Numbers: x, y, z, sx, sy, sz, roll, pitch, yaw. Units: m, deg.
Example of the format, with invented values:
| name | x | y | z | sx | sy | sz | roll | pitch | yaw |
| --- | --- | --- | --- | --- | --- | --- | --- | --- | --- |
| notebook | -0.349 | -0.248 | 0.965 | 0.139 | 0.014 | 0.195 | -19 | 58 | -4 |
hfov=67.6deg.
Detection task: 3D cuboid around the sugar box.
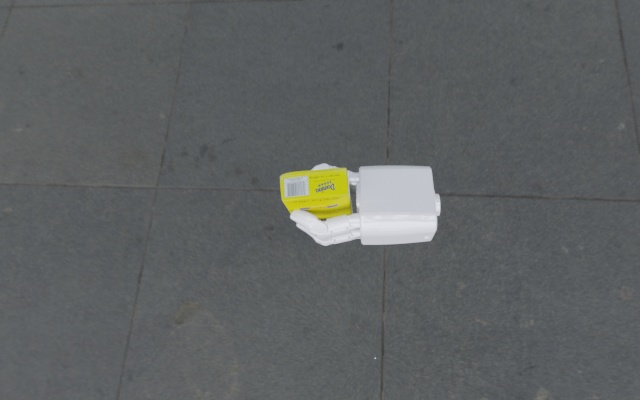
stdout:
| name | x | y | z | sx | sy | sz | roll | pitch | yaw |
| --- | --- | --- | --- | --- | --- | --- | --- | --- | --- |
| sugar box | 0.000 | 0.003 | 0.723 | 0.093 | 0.048 | 0.176 | -5 | -19 | 5 |
